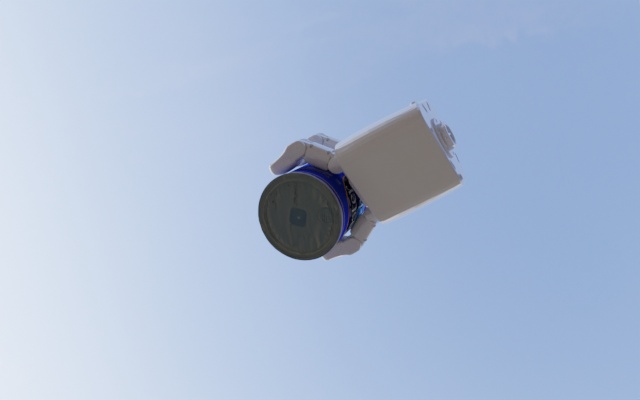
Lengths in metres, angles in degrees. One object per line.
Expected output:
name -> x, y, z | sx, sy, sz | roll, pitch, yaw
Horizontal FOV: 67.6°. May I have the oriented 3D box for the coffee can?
coffee can -> 0.000, 0.002, 0.594 | 0.103, 0.103, 0.140 | 0, 15, 22
